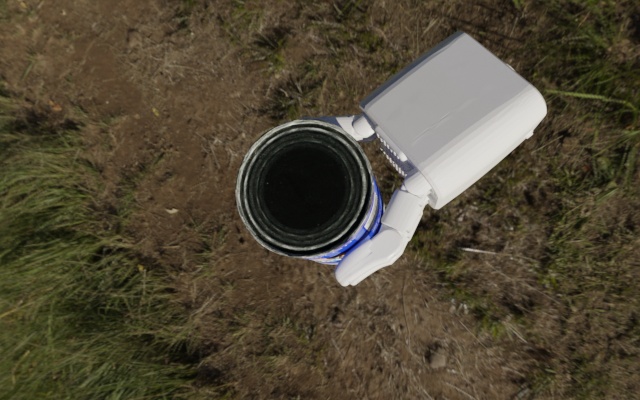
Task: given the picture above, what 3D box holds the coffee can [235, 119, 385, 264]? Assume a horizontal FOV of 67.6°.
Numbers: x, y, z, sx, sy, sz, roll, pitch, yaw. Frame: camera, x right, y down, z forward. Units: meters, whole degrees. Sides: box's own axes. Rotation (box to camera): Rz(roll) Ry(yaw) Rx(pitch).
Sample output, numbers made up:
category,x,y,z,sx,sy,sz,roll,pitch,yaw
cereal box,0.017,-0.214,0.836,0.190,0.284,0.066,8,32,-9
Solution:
category,x,y,z,sx,sy,sz,roll,pitch,yaw
coffee can,0.000,0.001,0.410,0.103,0.103,0.140,0,-9,11
